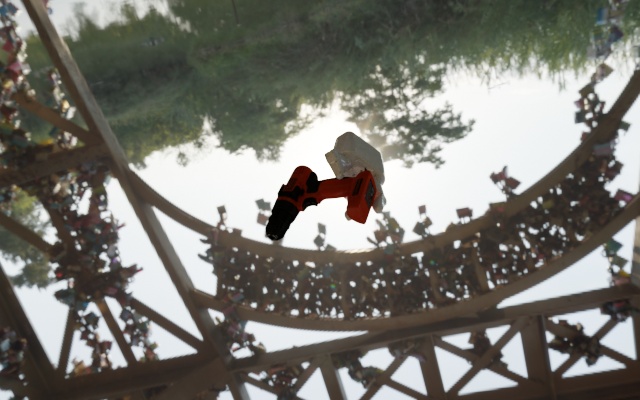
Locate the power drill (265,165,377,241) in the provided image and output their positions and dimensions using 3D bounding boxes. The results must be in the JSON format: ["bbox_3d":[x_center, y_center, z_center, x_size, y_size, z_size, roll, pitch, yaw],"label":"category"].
[{"bbox_3d":[0.001,0.003,0.898,0.187,0.184,0.057,2,-42,26],"label":"power drill"}]
